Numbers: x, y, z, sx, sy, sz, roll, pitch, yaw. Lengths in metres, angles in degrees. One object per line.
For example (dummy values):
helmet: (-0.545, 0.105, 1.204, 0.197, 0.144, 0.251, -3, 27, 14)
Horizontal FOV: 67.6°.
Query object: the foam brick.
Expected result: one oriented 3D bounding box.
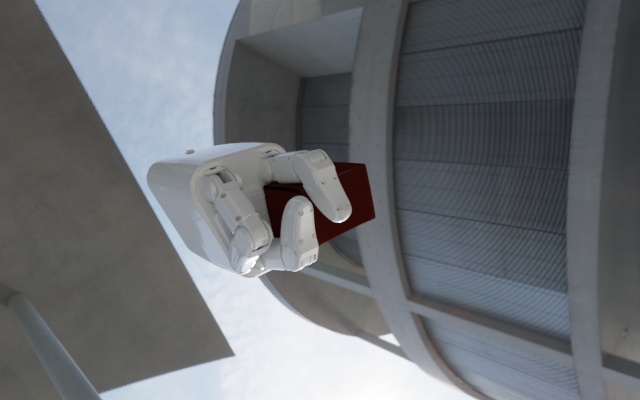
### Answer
foam brick: (0.000, 0.001, 0.413, 0.078, 0.053, 0.051, -22, 19, -37)
